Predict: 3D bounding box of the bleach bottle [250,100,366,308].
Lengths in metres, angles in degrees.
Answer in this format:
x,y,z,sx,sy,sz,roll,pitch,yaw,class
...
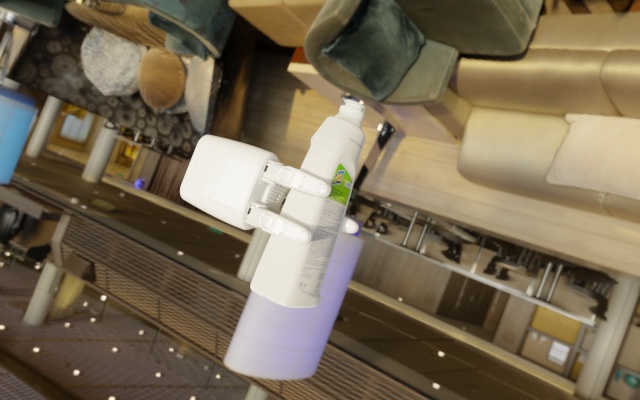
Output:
x,y,z,sx,sy,sz,roll,pitch,yaw,class
0.000,0.002,0.583,0.068,0.251,0.102,20,-2,25,bleach bottle
